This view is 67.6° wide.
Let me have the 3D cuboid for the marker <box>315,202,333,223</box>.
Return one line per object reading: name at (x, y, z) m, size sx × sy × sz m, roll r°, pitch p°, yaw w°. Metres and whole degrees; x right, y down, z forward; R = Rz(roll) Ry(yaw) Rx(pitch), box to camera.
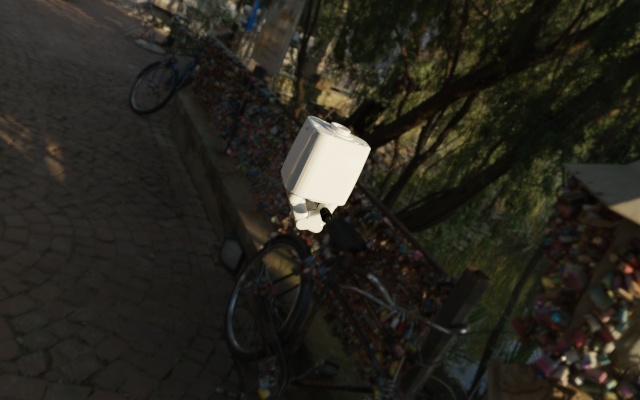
marker at (0.000, 0.003, 0.774) m, size 0.020 × 0.020 × 0.121 m, roll 0°, pitch 26°, yaw -12°
